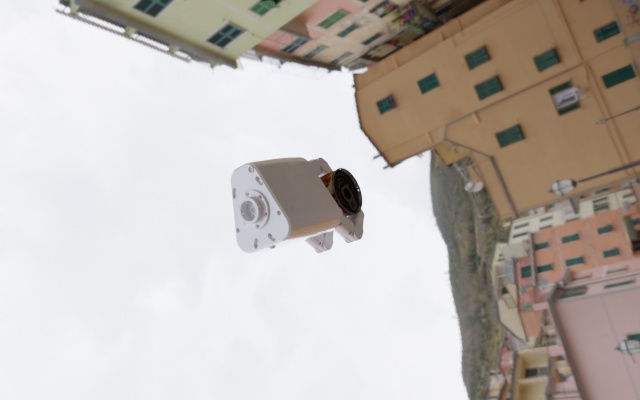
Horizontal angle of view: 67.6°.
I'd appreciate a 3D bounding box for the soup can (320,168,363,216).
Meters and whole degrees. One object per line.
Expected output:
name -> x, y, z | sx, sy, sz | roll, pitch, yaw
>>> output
soup can -> 0.000, 0.002, 0.689 | 0.102, 0.068, 0.068 | -22, -13, 34
